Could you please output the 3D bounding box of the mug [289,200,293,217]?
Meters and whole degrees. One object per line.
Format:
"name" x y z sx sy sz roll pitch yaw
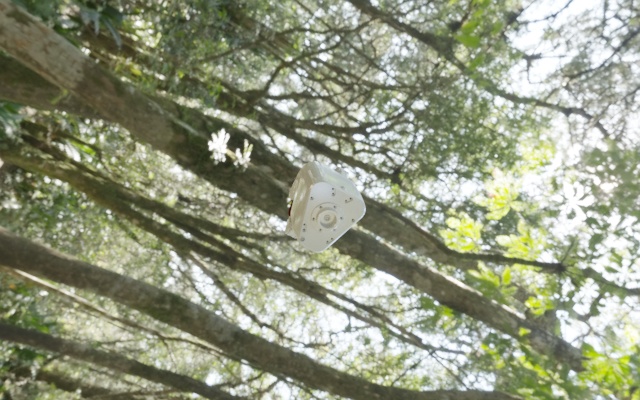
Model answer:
"mug" 0.000 0.003 0.867 0.081 0.093 0.117 30 14 -14
